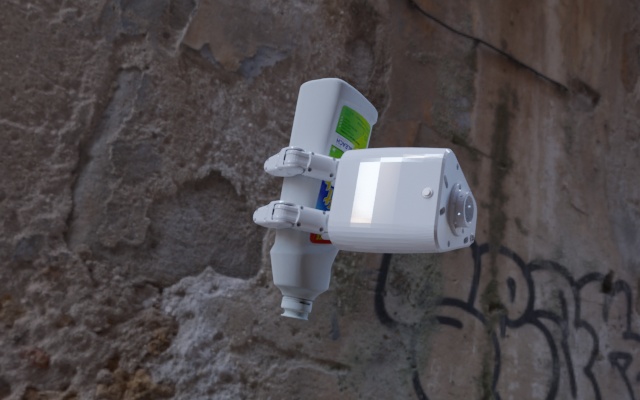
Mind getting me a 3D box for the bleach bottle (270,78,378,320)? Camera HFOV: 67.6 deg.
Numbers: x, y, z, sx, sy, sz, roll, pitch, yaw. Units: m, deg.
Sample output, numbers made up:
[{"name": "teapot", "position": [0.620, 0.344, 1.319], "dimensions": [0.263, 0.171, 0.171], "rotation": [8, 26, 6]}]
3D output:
[{"name": "bleach bottle", "position": [0.000, 0.002, 0.520], "dimensions": [0.068, 0.250, 0.102], "rotation": [1, -16, 35]}]
